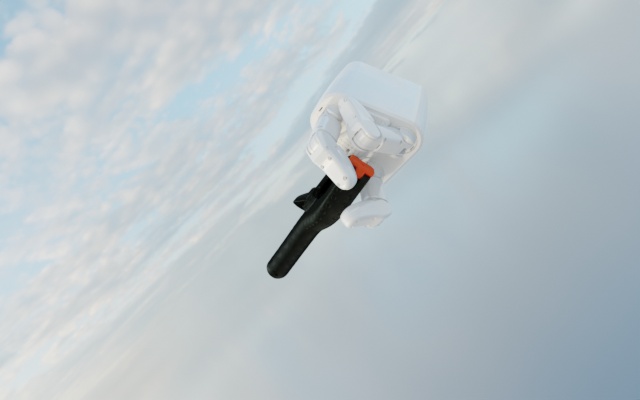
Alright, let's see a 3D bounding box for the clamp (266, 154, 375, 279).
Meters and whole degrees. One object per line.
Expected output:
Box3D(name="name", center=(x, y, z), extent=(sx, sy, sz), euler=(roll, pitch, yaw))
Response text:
Box3D(name="clamp", center=(0.000, 0.001, 0.521), extent=(0.039, 0.120, 0.171), euler=(30, -51, -19))
